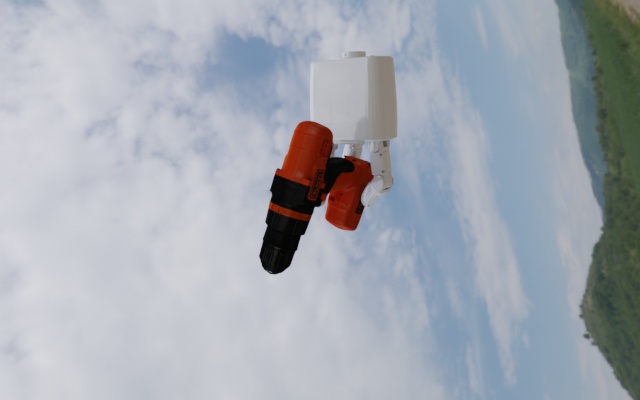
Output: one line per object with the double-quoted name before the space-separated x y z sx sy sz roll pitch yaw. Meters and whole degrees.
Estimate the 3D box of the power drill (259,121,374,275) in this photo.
"power drill" 0.000 0.002 0.617 0.057 0.184 0.187 22 7 24
